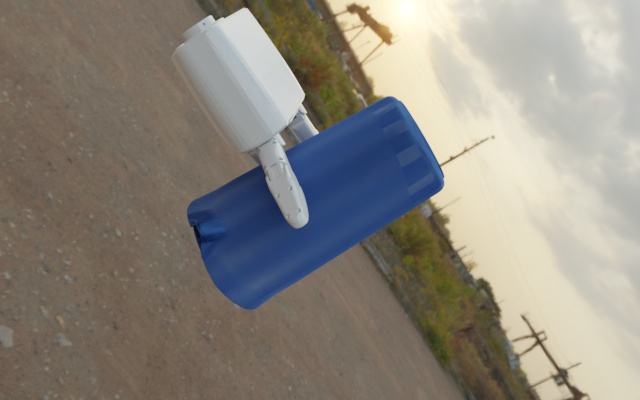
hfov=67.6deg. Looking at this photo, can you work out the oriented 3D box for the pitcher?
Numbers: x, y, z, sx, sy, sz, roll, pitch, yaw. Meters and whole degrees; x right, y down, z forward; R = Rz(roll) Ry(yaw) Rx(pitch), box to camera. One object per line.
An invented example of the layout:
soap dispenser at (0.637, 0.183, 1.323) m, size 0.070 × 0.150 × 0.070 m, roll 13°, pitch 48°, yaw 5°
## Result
pitcher at (0.000, 0.002, 0.501) m, size 0.243 × 0.145 × 0.149 m, roll -30°, pitch 22°, yaw 10°
